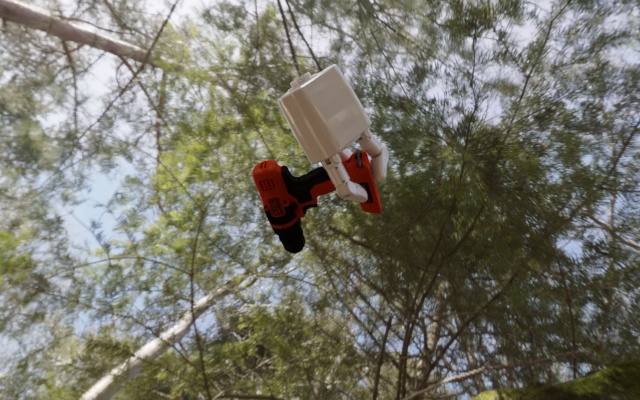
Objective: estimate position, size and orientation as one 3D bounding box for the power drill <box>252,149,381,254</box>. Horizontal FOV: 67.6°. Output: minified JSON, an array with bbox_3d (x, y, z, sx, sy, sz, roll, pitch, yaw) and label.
[{"bbox_3d":[0.000,0.002,0.779,0.187,0.185,0.057,-13,37,7],"label":"power drill"}]
